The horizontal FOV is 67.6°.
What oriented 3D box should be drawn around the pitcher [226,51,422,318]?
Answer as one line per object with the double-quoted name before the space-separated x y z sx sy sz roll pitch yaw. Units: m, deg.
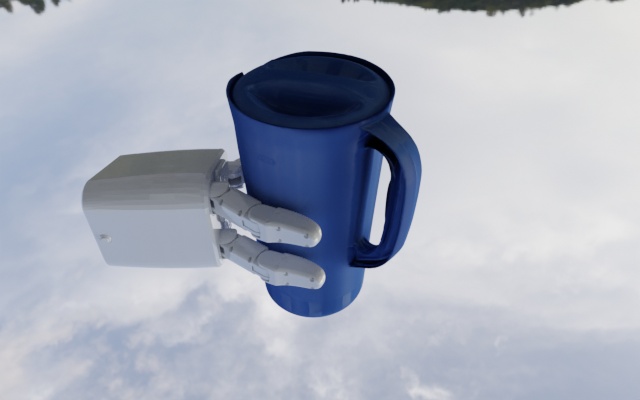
"pitcher" 0.000 0.001 0.442 0.145 0.243 0.149 -2 40 -2
